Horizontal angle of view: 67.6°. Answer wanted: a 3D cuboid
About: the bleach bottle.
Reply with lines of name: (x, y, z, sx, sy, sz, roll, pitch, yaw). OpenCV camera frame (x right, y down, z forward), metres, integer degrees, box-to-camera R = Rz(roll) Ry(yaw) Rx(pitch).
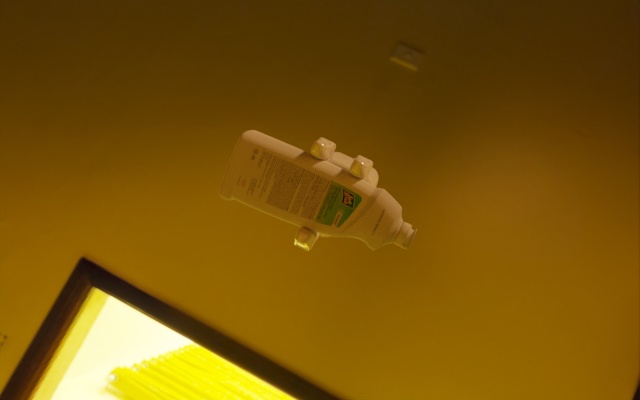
bleach bottle: (0.000, 0.002, 0.619, 0.251, 0.102, 0.068, 26, 16, 8)
